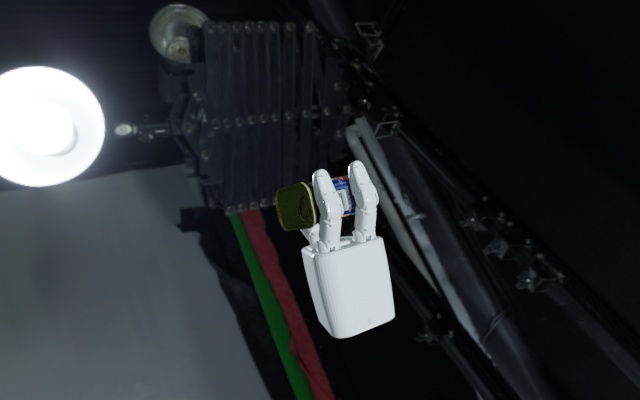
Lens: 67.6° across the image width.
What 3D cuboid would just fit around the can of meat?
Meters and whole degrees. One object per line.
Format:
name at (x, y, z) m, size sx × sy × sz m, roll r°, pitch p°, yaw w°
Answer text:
can of meat at (0.000, 0.002, 0.629) m, size 0.084 × 0.057 × 0.102 m, roll -13°, pitch 0°, yaw -30°
